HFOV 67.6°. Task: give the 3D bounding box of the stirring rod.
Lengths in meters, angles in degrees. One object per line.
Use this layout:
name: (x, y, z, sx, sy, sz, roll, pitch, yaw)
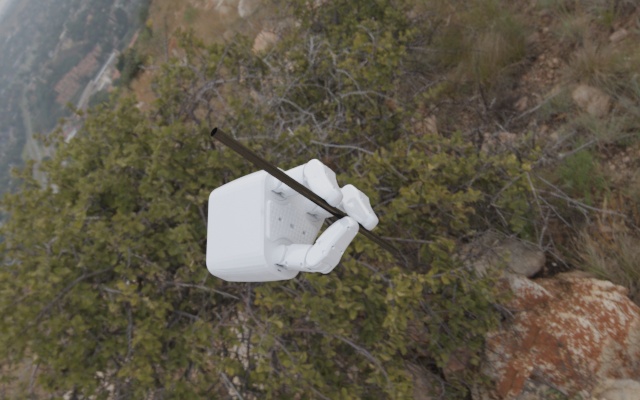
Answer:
stirring rod: (0.000, 0.001, 0.429, 0.011, 0.011, 0.240, 0, -26, 47)
